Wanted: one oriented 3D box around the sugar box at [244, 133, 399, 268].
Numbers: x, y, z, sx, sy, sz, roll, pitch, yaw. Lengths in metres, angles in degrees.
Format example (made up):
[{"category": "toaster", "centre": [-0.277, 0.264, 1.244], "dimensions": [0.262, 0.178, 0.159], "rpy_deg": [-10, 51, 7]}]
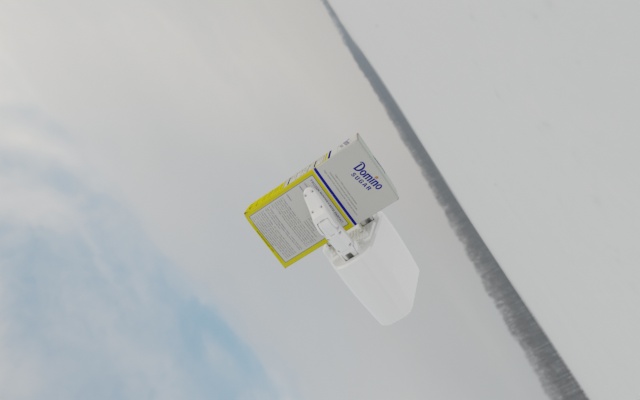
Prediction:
[{"category": "sugar box", "centre": [0.000, 0.002, 0.606], "dimensions": [0.176, 0.093, 0.048], "rpy_deg": [-32, 15, 13]}]
